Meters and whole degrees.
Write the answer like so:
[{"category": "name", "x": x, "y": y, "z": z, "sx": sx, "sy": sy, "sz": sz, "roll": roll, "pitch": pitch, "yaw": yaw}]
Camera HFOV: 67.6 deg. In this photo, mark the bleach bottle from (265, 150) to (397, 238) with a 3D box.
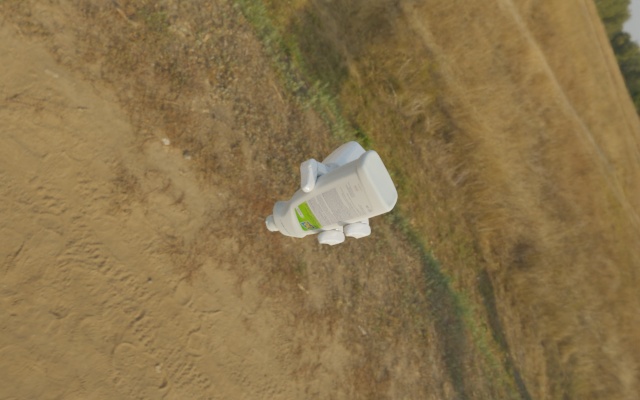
[{"category": "bleach bottle", "x": 0.000, "y": 0.003, "z": 0.821, "sx": 0.251, "sy": 0.102, "sz": 0.068, "roll": -19, "pitch": 19, "yaw": 35}]
